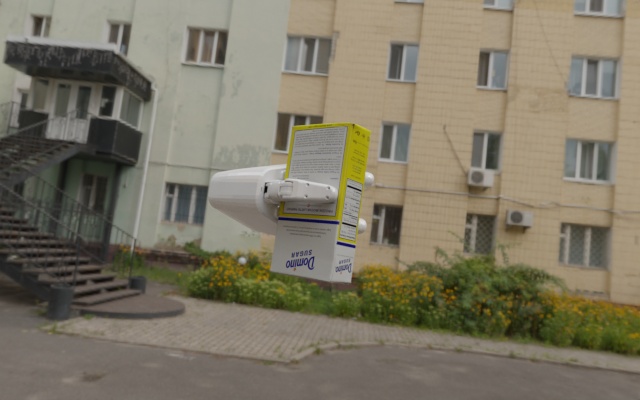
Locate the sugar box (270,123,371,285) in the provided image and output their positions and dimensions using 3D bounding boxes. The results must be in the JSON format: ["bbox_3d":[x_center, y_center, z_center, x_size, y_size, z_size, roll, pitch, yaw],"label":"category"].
[{"bbox_3d":[0.000,0.002,0.548,0.093,0.176,0.048,3,-6,40],"label":"sugar box"}]
